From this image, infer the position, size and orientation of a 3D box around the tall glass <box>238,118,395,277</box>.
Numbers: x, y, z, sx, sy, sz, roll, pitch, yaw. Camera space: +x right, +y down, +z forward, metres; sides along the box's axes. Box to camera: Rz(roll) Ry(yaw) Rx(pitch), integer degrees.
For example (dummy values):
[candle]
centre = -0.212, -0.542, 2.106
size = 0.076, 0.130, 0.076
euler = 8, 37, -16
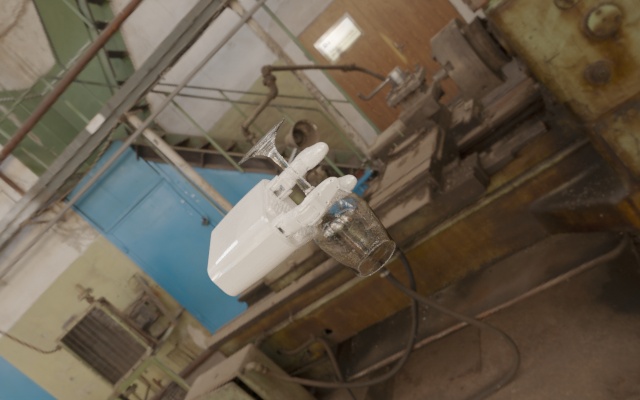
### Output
[tall glass]
centre = 0.000, 0.001, 0.563
size = 0.201, 0.079, 0.079
euler = 45, -11, -11
